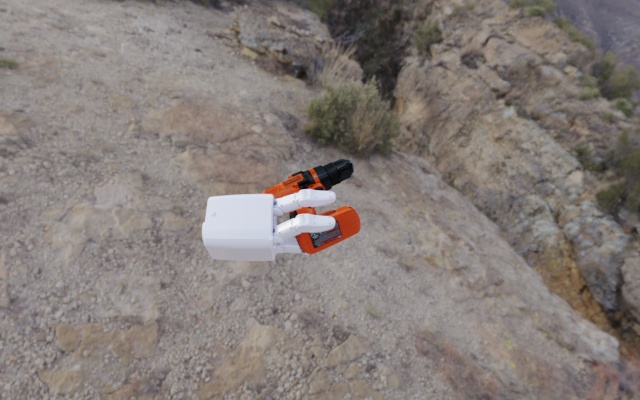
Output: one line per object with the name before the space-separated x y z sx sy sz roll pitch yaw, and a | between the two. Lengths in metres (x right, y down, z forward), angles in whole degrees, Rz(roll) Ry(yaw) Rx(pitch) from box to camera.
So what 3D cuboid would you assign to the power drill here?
power drill | 0.000 0.003 0.832 0.184 0.057 0.187 -26 33 -6
